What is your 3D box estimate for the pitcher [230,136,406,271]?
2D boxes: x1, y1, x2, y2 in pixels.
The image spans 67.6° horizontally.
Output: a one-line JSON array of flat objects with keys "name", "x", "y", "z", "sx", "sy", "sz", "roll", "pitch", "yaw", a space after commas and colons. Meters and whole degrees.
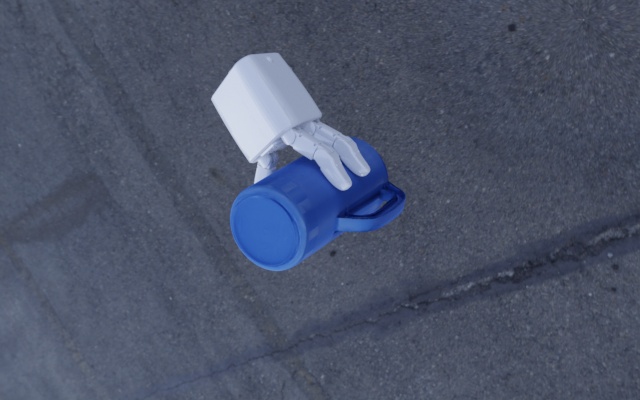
[{"name": "pitcher", "x": 0.000, "y": 0.002, "z": 0.646, "sx": 0.149, "sy": 0.145, "sz": 0.242, "roll": -30, "pitch": 2, "yaw": 34}]
